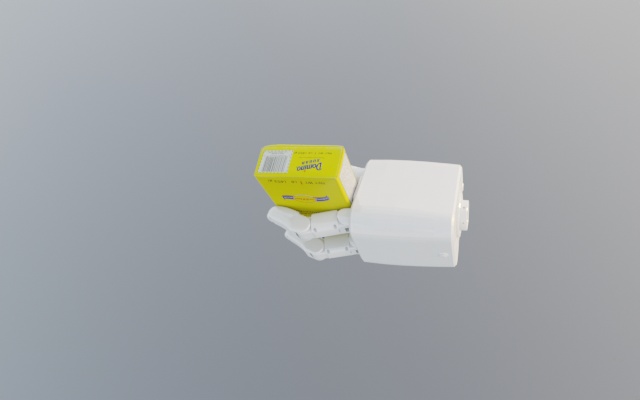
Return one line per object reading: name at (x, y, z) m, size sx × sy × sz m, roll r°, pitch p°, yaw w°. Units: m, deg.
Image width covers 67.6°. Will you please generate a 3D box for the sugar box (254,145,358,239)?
sugar box at (0.000, 0.002, 0.555) m, size 0.093 × 0.048 × 0.176 m, roll 3°, pitch -30°, yaw 20°
